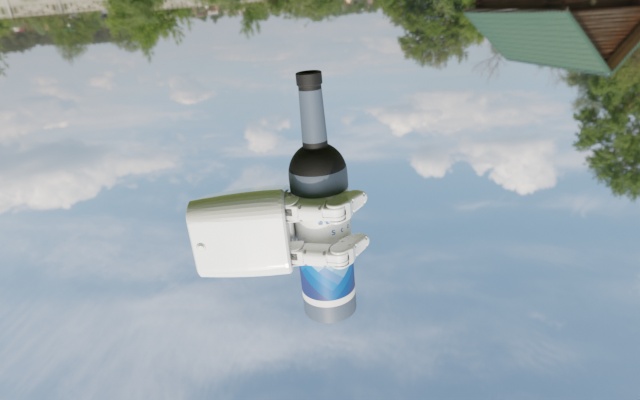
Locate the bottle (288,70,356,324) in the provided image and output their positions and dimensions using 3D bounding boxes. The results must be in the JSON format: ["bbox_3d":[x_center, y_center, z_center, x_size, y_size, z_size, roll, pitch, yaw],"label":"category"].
[{"bbox_3d":[0.000,0.002,0.552,0.069,0.296,0.069,-5,23,2],"label":"bottle"}]
